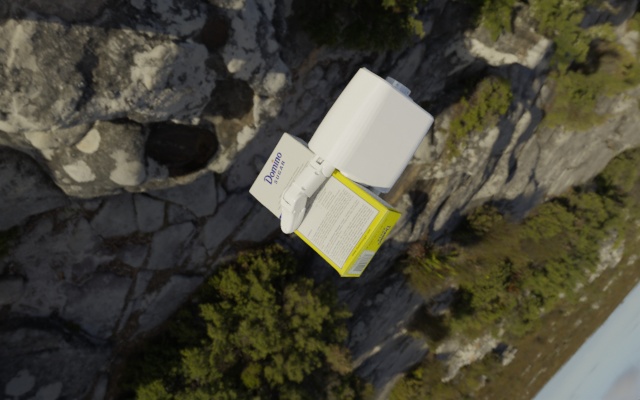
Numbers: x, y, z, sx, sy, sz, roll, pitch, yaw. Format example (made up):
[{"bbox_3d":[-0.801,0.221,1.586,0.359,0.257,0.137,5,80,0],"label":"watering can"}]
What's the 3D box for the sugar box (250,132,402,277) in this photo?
[{"bbox_3d":[0.001,0.002,0.574,0.176,0.093,0.048,41,14,33],"label":"sugar box"}]
